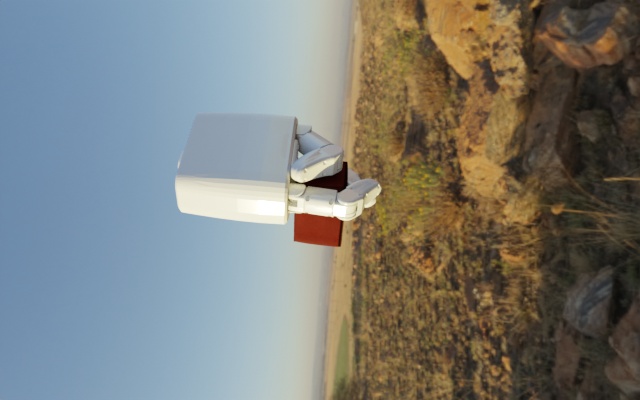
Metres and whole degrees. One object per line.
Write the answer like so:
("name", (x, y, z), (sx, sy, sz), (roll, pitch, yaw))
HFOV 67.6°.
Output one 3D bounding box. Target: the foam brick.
("foam brick", (0.000, 0.002, 0.503), (0.051, 0.078, 0.053), (4, 36, 0))
